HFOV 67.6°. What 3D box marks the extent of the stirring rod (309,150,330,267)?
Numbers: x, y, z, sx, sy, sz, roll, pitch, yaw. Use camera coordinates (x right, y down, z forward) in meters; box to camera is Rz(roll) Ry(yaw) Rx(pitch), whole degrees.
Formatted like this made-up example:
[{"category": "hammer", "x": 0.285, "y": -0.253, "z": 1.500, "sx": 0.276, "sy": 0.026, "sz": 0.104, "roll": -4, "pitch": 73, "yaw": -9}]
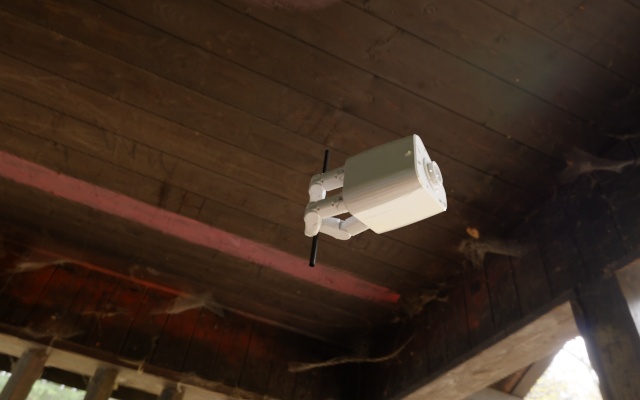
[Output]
[{"category": "stirring rod", "x": 0.000, "y": 0.003, "z": 0.738, "sx": 0.011, "sy": 0.239, "sz": 0.011, "roll": 4, "pitch": -43, "yaw": 4}]
